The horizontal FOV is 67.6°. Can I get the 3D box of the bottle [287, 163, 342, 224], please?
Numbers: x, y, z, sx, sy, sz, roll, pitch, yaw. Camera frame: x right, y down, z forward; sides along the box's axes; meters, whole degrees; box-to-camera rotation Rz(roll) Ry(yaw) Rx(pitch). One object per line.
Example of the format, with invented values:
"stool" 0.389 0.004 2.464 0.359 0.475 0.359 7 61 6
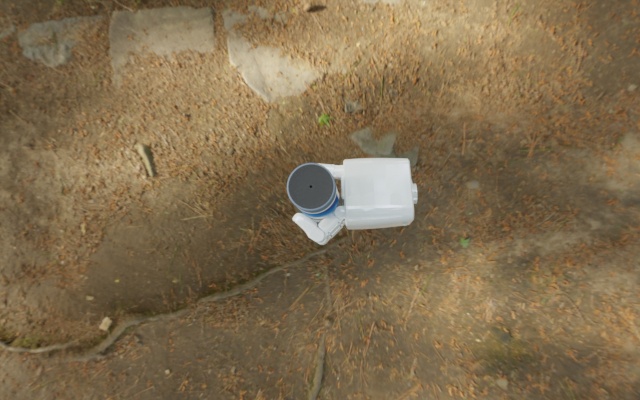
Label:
"bottle" 0.000 0.003 0.792 0.069 0.069 0.296 0 -8 5
